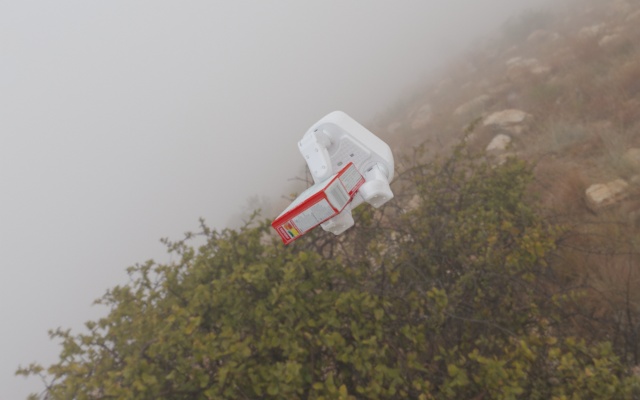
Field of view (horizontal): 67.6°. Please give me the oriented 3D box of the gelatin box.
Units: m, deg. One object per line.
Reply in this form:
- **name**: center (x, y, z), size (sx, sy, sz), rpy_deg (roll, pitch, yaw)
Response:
- **gelatin box**: center (0.000, 0.001, 0.490), size (0.073, 0.030, 0.089), rpy_deg (-32, 8, 31)
